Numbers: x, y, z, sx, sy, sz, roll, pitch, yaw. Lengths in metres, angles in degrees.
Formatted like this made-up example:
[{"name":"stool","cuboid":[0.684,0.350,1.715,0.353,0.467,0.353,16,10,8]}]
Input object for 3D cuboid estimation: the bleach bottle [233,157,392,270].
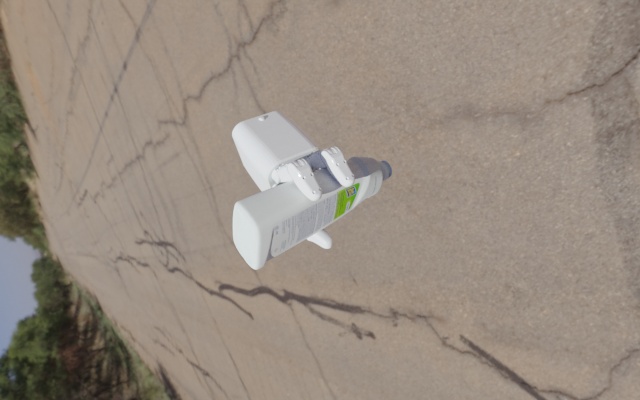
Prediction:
[{"name":"bleach bottle","cuboid":[0.000,0.002,0.682,0.251,0.103,0.068,-24,56,-29]}]
